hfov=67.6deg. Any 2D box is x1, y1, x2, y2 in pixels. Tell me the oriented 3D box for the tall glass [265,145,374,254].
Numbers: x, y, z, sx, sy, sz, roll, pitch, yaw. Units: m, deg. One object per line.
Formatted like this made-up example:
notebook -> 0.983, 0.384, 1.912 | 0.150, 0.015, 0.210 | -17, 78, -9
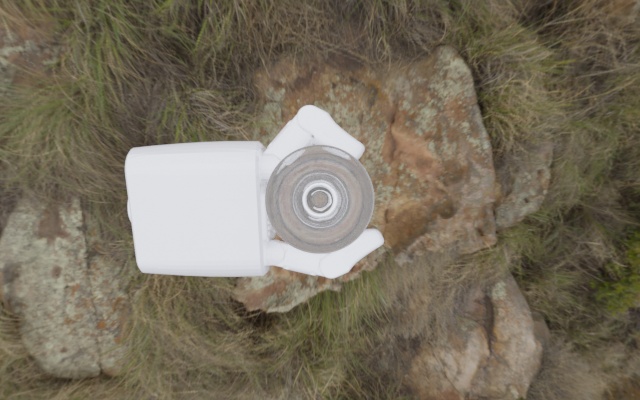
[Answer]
tall glass -> 0.000, 0.001, 0.421 | 0.079, 0.079, 0.201 | 0, -1, 1
